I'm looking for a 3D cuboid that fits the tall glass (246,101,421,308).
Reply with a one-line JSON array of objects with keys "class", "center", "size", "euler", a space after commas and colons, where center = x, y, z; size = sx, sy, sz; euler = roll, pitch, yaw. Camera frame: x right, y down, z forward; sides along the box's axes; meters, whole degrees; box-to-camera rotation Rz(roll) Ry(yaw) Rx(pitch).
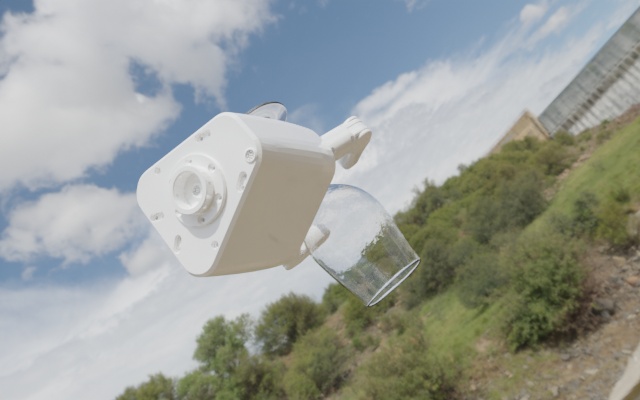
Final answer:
[{"class": "tall glass", "center": [0.000, 0.001, 0.438], "size": [0.079, 0.201, 0.079], "euler": [-37, -19, -15]}]
